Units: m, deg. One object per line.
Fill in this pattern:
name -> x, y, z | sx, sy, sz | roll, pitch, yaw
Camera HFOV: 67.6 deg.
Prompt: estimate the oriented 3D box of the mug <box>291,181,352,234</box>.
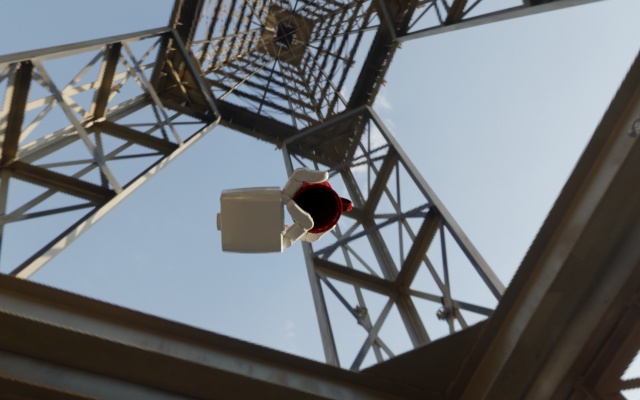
mug -> 0.002, 0.003, 0.880 | 0.117, 0.093, 0.081 | 1, 19, -7
